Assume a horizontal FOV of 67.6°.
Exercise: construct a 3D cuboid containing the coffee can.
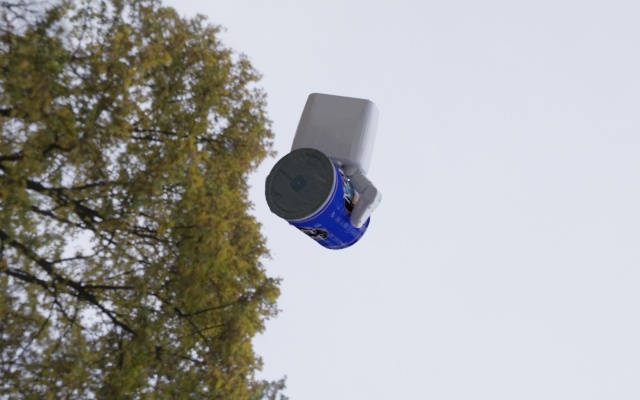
[{"bbox_3d":[0.000,0.002,0.679,0.103,0.102,0.140,0,-22,27],"label":"coffee can"}]
